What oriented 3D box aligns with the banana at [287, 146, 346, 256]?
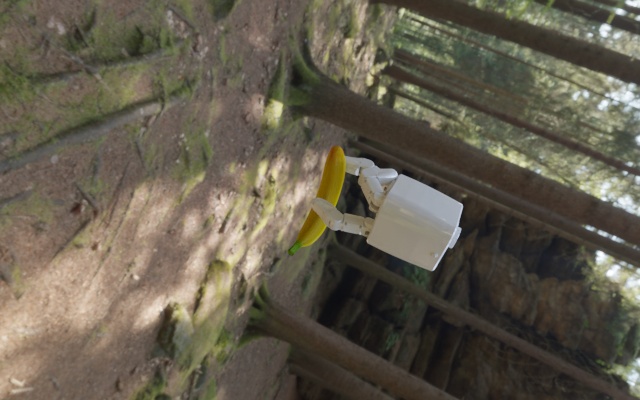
[{"bbox_3d":[0.005,0.000,0.760,0.037,0.198,0.069,26,23,11],"label":"banana"}]
